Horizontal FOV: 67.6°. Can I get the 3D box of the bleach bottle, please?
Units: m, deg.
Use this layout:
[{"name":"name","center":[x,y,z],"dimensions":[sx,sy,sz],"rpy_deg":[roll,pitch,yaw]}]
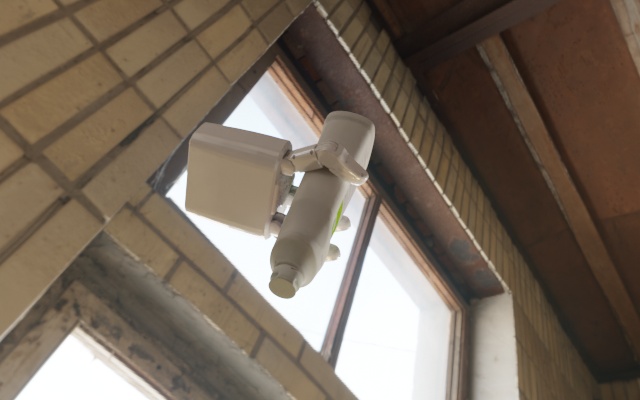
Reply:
[{"name":"bleach bottle","center":[0.000,0.002,0.536],"dimensions":[0.068,0.103,0.250],"rpy_deg":[16,41,8]}]
